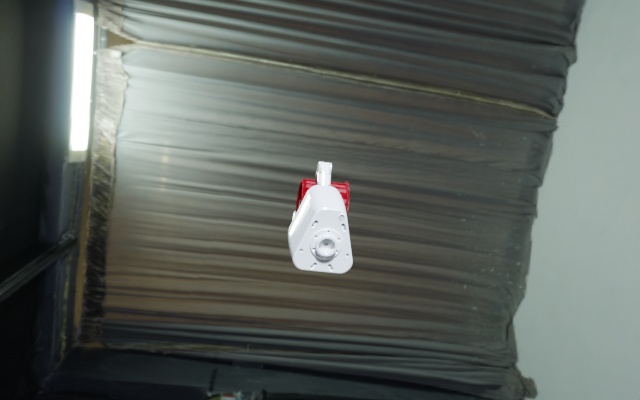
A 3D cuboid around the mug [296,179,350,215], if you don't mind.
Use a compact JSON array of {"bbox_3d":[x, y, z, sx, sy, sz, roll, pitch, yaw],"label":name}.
[{"bbox_3d":[0.000,0.002,0.859,0.081,0.093,0.117,7,17,-9],"label":"mug"}]
